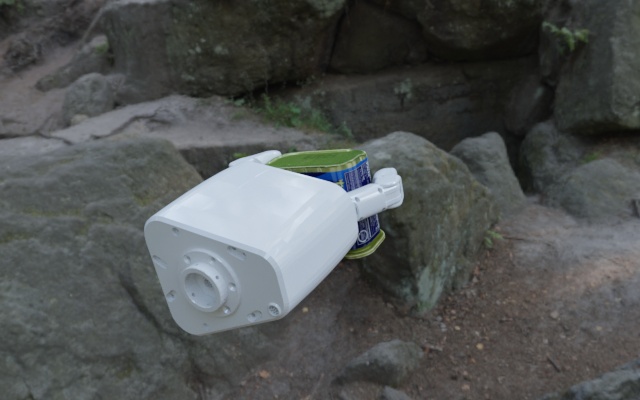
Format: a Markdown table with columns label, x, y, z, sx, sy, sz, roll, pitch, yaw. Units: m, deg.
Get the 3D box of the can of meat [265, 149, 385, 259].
| label | x | y | z | sx | sy | sz | roll | pitch | yaw |
| --- | --- | --- | --- | --- | --- | --- | --- | --- | --- |
| can of meat | 0.000 | 0.001 | 0.432 | 0.102 | 0.084 | 0.057 | 0 | 22 | 32 |
